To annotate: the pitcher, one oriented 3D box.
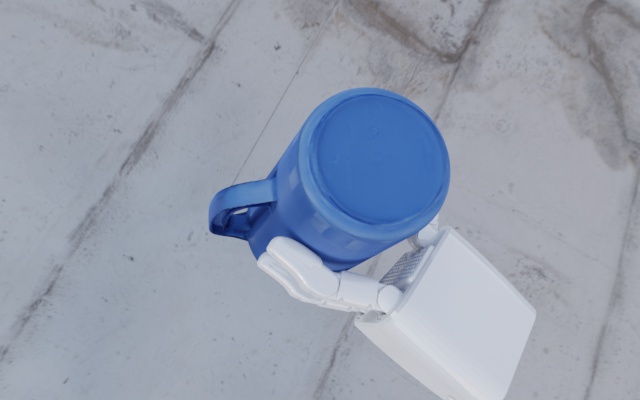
[{"bbox_3d":[0.000,0.001,0.418,0.149,0.145,0.243,-46,0,-19],"label":"pitcher"}]
